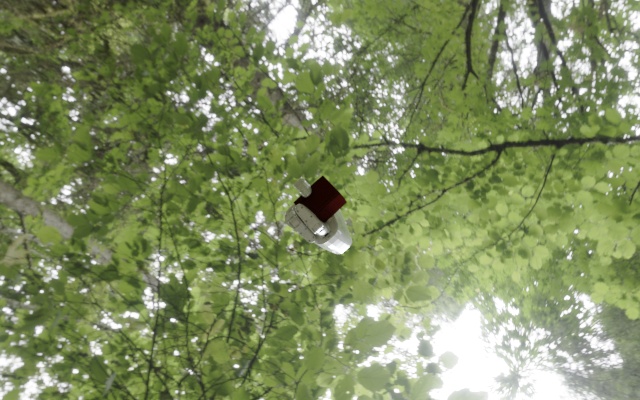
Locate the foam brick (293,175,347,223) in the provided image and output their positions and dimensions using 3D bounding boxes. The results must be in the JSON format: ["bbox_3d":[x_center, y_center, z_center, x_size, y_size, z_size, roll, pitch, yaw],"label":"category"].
[{"bbox_3d":[0.000,0.003,0.890,0.053,0.078,0.051,50,4,29],"label":"foam brick"}]
